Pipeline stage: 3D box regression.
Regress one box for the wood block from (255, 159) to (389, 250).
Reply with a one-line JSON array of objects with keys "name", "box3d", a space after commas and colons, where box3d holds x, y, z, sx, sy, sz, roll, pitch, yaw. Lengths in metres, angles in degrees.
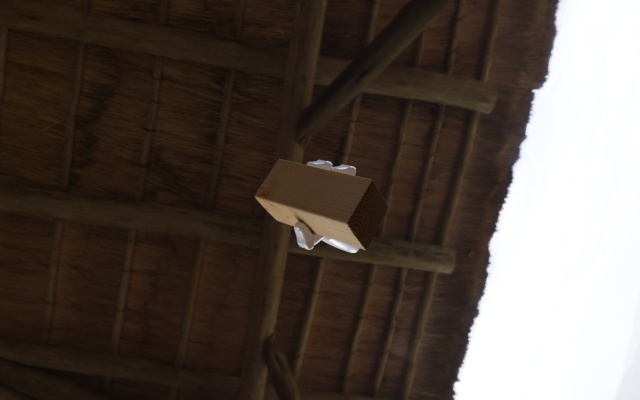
[{"name": "wood block", "box3d": [0.000, 0.003, 0.838, 0.206, 0.090, 0.090, 15, -25, 36]}]
